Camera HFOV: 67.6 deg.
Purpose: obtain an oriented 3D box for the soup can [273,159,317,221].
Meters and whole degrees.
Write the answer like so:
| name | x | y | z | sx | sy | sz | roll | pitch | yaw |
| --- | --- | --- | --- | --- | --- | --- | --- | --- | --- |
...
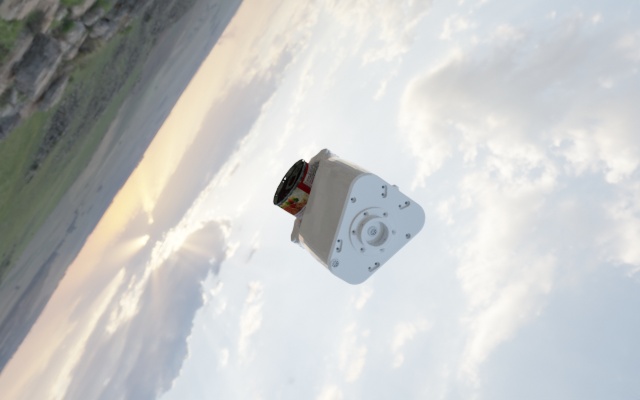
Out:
| name | x | y | z | sx | sy | sz | roll | pitch | yaw |
| --- | --- | --- | --- | --- | --- | --- | --- | --- | --- |
| soup can | 0.000 | 0.002 | 0.609 | 0.102 | 0.068 | 0.068 | 32 | -12 | -20 |
